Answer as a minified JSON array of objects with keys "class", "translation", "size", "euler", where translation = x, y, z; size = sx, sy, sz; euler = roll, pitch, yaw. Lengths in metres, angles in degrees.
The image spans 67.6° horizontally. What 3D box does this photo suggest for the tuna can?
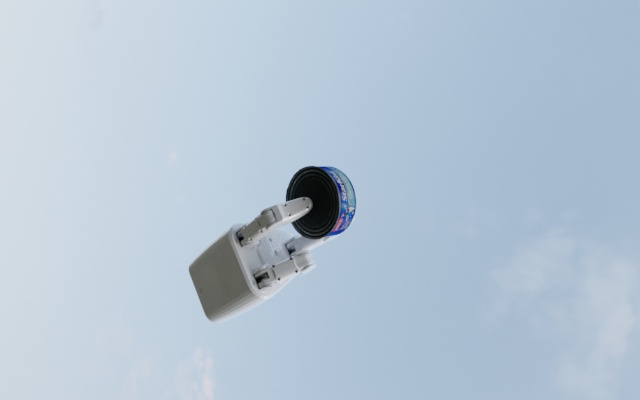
[{"class":"tuna can","translation":[0.001,0.002,0.564],"size":[0.086,0.086,0.034],"euler":[0,3,42]}]
